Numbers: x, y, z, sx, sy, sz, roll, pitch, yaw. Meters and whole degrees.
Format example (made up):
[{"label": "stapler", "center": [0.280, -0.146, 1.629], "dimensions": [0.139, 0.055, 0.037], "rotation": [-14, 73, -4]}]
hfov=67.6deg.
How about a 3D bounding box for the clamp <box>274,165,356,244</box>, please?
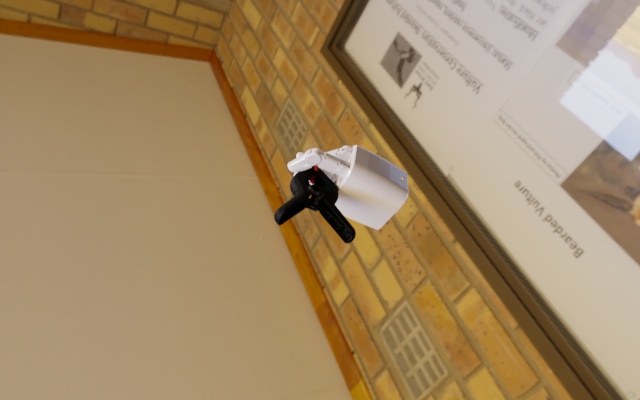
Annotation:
[{"label": "clamp", "center": [0.000, 0.003, 0.734], "dimensions": [0.120, 0.039, 0.171], "rotation": [26, 33, -8]}]
